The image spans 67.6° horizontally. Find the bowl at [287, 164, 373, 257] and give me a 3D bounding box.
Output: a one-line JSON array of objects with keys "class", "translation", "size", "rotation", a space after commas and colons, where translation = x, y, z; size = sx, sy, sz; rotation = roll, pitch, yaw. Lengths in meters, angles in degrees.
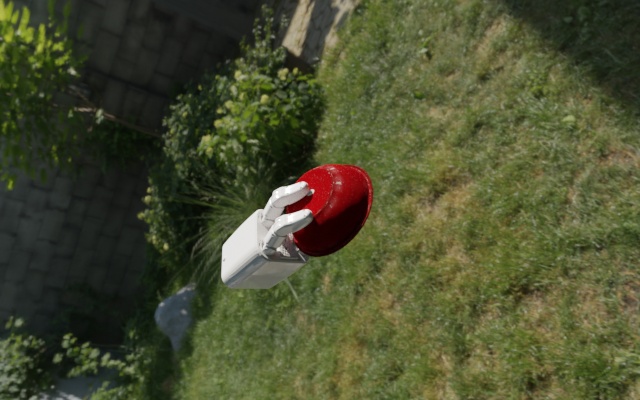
[{"class": "bowl", "translation": [0.001, 0.001, 0.734], "size": [0.162, 0.162, 0.055], "rotation": [0, -28, 45]}]
